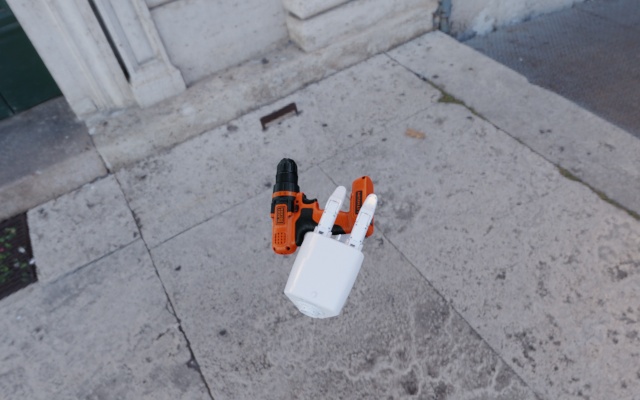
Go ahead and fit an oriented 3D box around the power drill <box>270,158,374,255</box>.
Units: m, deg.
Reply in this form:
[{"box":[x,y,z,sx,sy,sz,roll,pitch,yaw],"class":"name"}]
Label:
[{"box":[0.001,0.003,0.858,0.187,0.184,0.057,-6,-17,20],"class":"power drill"}]
